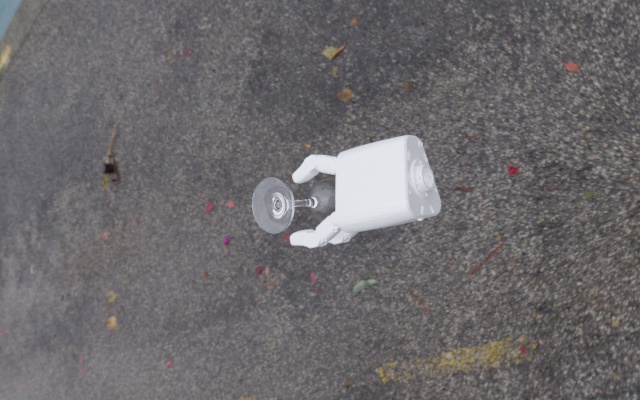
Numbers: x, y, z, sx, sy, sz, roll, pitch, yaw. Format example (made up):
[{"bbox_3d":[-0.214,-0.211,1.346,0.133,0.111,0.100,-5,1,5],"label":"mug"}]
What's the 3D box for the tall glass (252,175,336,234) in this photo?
[{"bbox_3d":[0.000,0.002,0.692,0.079,0.079,0.201,0,2,38],"label":"tall glass"}]
